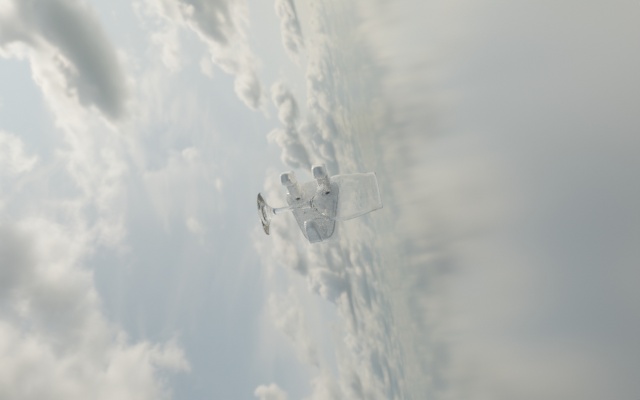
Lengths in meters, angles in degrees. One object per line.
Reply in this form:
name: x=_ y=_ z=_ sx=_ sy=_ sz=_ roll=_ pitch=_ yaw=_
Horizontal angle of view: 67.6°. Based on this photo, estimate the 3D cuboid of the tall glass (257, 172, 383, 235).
tall glass: x=-0.001 y=0.003 z=0.804 sx=0.201 sy=0.079 sz=0.079 roll=-12 pitch=-2 yaw=7
